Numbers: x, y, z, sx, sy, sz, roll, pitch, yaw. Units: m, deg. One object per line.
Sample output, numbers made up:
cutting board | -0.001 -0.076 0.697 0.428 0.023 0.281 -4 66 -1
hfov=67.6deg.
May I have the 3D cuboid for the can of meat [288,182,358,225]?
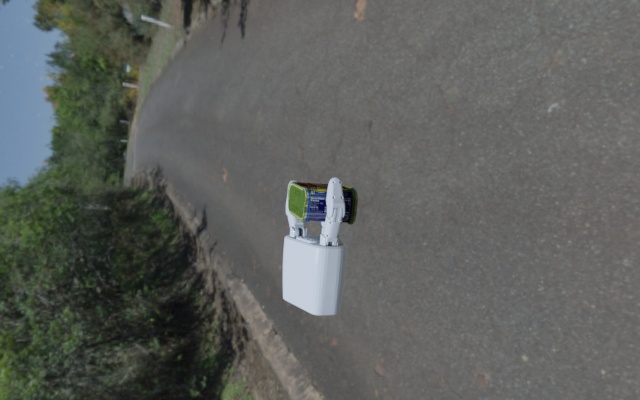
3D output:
can of meat | 0.000 0.002 0.755 0.084 0.057 0.102 2 9 -19
